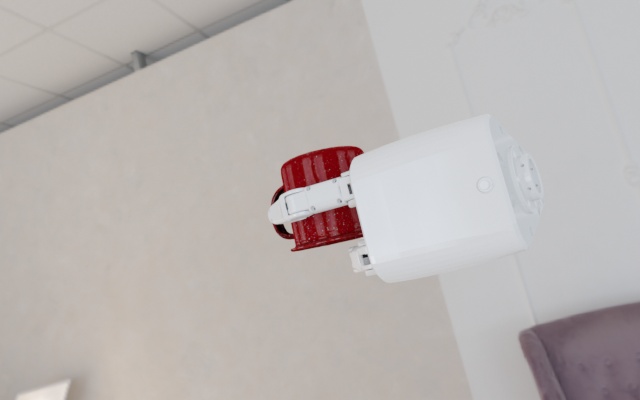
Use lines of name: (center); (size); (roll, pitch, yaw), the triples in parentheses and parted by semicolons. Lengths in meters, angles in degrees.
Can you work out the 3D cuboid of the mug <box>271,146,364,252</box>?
mug: (-0.001, 0.002, 0.454); (0.117, 0.081, 0.093); (-17, -8, 34)
